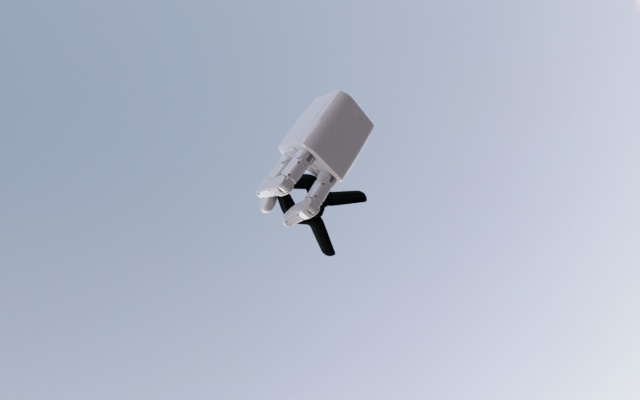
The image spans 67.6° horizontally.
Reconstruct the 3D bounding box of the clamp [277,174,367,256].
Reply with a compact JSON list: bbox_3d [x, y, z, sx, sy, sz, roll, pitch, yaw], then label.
[{"bbox_3d":[0.000,0.002,0.755,0.039,0.120,0.171,20,-18,50],"label":"clamp"}]
